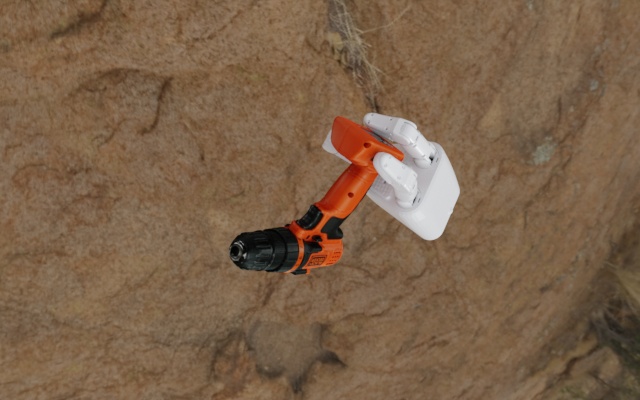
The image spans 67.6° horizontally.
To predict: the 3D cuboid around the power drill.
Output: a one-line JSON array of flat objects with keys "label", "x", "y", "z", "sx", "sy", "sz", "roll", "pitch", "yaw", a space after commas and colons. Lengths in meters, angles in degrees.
[{"label": "power drill", "x": 0.001, "y": 0.001, "z": 0.532, "sx": 0.057, "sy": 0.188, "sz": 0.184, "roll": 43, "pitch": 19, "yaw": 26}]
